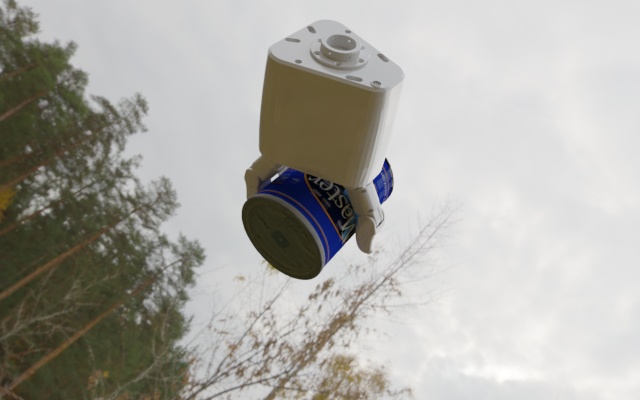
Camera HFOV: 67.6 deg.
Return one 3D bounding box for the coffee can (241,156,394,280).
[{"bbox_3d":[0.000,0.002,0.513,0.103,0.103,0.140,0,33,44],"label":"coffee can"}]
